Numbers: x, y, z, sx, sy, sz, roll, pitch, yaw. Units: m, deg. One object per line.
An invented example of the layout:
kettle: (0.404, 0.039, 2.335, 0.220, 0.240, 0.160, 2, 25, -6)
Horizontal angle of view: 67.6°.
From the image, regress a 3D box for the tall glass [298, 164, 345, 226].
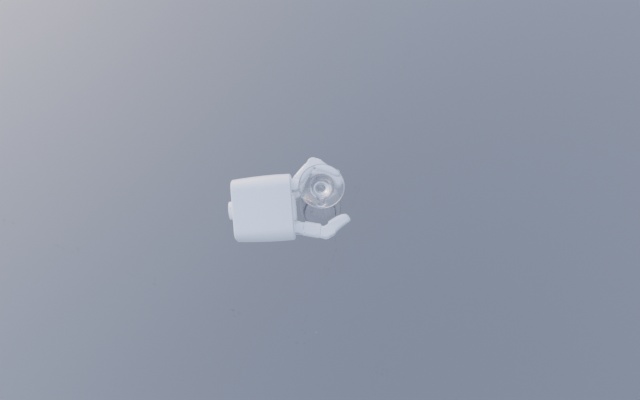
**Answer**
tall glass: (0.000, 0.003, 0.857, 0.079, 0.079, 0.201, 0, -15, 0)
